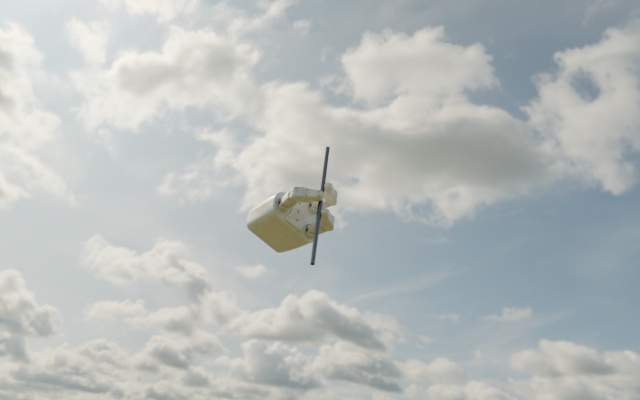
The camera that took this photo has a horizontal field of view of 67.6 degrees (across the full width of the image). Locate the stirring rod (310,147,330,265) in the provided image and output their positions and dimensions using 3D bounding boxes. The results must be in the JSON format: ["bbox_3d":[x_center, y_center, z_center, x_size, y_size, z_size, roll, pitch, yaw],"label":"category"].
[{"bbox_3d":[0.000,0.003,0.858,0.011,0.239,0.011,6,-29,3],"label":"stirring rod"}]
